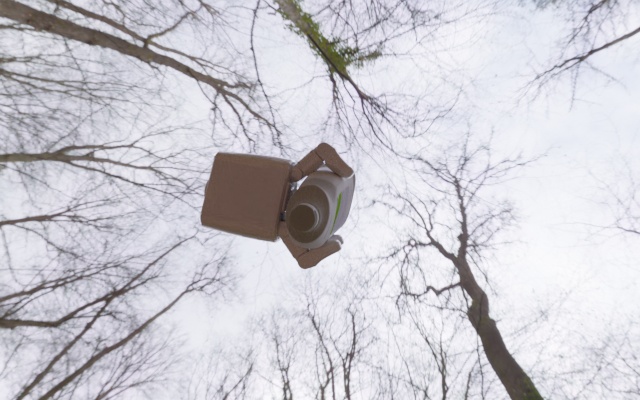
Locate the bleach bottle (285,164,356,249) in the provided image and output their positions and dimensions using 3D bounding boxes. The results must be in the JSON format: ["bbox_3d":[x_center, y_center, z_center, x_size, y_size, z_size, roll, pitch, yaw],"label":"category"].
[{"bbox_3d":[0.000,0.002,0.622,0.068,0.102,0.251,11,5,7],"label":"bleach bottle"}]
